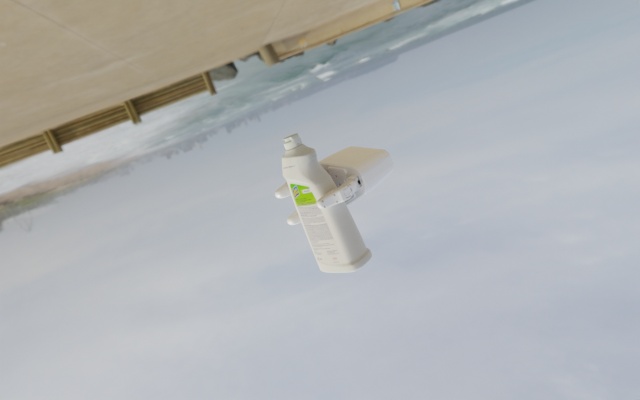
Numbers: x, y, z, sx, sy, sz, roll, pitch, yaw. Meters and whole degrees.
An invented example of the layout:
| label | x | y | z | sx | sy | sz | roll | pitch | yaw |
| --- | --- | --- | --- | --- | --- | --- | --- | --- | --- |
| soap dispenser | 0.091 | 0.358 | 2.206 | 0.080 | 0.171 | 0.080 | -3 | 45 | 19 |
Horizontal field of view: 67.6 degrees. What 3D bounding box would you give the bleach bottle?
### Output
| label | x | y | z | sx | sy | sz | roll | pitch | yaw |
| --- | --- | --- | --- | --- | --- | --- | --- | --- | --- |
| bleach bottle | 0.000 | 0.003 | 0.836 | 0.102 | 0.251 | 0.068 | -9 | 18 | 44 |
